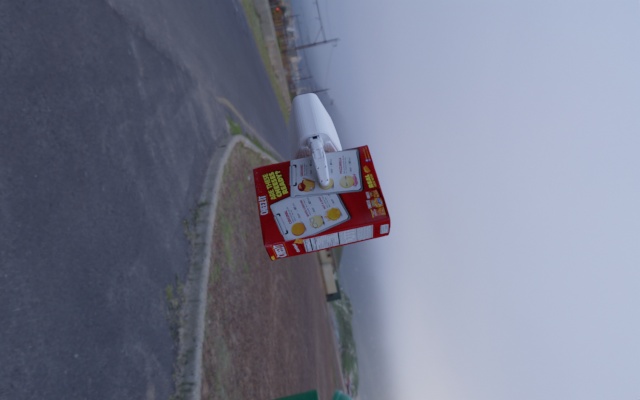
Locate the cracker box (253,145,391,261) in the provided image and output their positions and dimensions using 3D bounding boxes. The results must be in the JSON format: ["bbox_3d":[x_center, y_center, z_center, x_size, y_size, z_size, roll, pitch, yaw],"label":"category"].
[{"bbox_3d":[0.000,0.003,0.842,0.214,0.164,0.072,-12,-33,-1],"label":"cracker box"}]
